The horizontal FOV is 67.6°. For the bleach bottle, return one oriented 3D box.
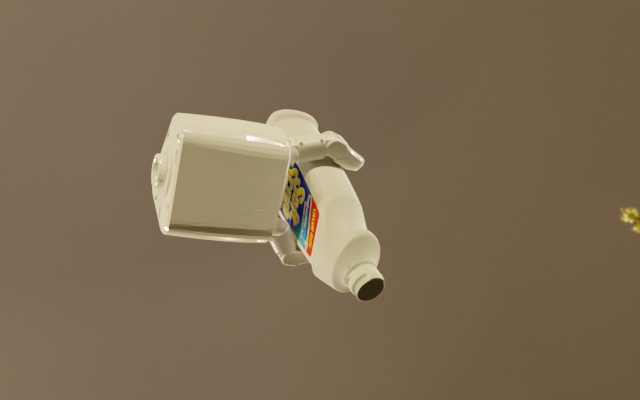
[{"bbox_3d":[0.000,0.002,0.512,0.068,0.103,0.250,4,32,-30],"label":"bleach bottle"}]
